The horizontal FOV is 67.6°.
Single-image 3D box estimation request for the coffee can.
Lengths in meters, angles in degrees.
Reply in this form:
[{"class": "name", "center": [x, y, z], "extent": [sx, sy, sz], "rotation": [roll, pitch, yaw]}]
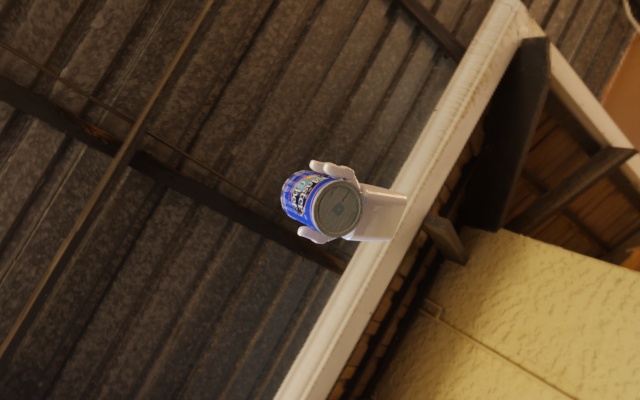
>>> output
[{"class": "coffee can", "center": [0.000, 0.003, 0.892], "extent": [0.103, 0.103, 0.140], "rotation": [0, 11, -29]}]
